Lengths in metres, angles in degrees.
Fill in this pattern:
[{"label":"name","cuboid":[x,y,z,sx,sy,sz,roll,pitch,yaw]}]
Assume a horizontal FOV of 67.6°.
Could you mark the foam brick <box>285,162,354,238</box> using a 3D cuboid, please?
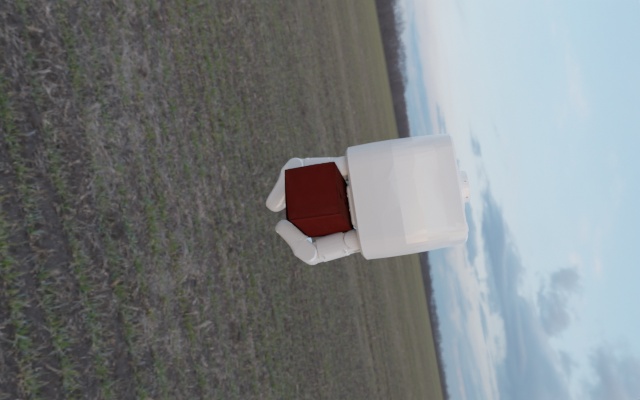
[{"label":"foam brick","cuboid":[0.000,0.002,0.475,0.051,0.053,0.078,-8,-18,12]}]
